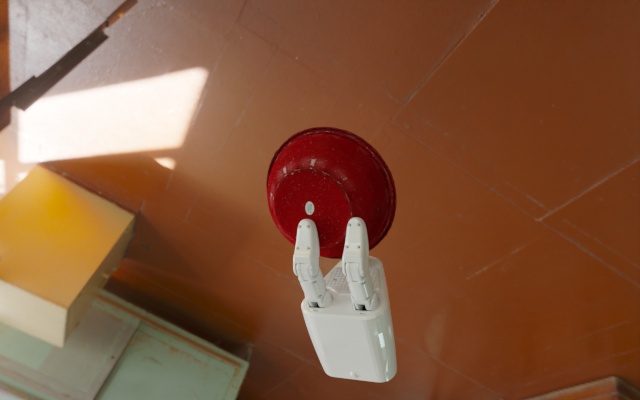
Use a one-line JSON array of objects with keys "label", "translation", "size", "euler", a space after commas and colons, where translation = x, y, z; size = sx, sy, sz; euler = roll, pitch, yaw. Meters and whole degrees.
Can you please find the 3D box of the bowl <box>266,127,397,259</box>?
[{"label": "bowl", "translation": [-0.001, 0.001, 0.533], "size": [0.162, 0.162, 0.055], "euler": [0, 18, 23]}]
